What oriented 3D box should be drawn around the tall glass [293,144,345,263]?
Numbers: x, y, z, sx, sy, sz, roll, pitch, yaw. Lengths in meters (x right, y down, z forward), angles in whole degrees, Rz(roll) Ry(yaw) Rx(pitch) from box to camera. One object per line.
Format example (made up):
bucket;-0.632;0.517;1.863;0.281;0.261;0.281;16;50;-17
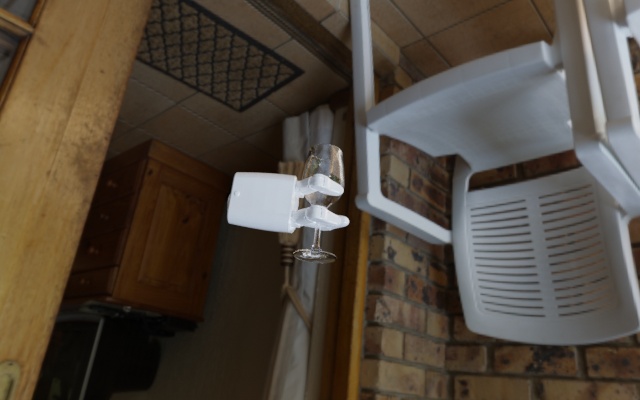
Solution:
tall glass;0.000;0.003;0.834;0.079;0.201;0.079;5;-22;2
